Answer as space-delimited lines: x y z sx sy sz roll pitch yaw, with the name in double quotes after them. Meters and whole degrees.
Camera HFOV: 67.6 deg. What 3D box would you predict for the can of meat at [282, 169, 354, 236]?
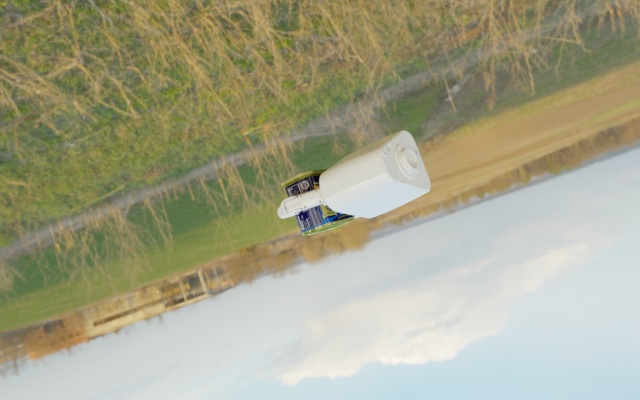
0.000 0.003 0.715 0.057 0.084 0.102 -25 -8 34 "can of meat"
